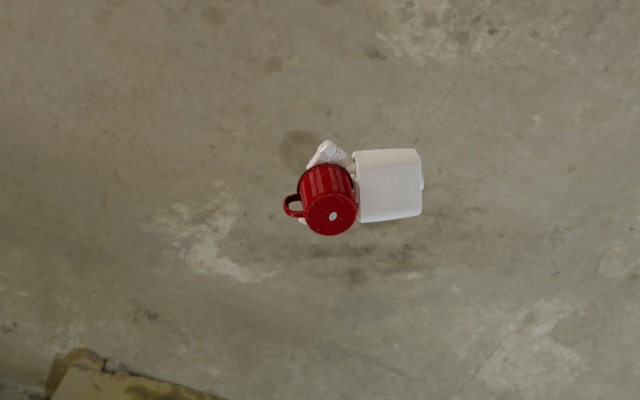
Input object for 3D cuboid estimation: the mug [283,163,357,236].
[{"bbox_3d":[-0.001,0.003,0.745,0.117,0.093,0.081,-6,34,-4],"label":"mug"}]
